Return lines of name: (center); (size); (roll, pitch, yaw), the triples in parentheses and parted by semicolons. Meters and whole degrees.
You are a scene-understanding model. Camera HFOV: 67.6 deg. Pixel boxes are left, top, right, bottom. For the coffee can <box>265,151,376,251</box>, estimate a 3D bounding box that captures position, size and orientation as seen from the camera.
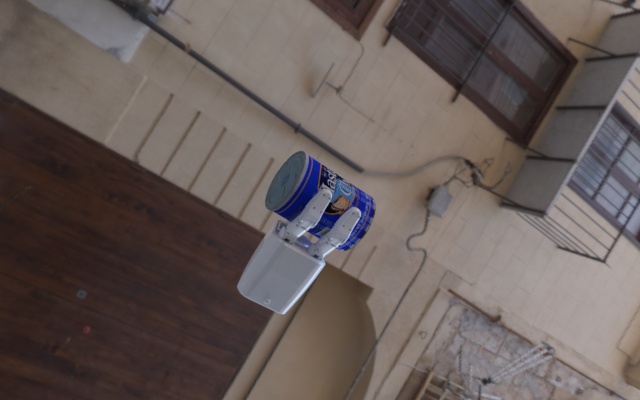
coffee can: (0.000, 0.002, 0.743); (0.140, 0.102, 0.103); (32, -14, -23)
